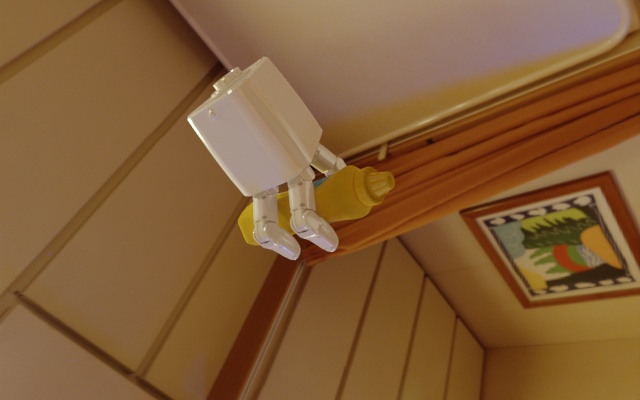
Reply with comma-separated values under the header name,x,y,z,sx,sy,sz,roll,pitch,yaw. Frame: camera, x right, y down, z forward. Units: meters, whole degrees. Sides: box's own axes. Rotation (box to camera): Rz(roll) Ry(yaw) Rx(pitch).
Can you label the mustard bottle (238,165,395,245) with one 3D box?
name,x,y,z,sx,sy,sz,roll,pitch,yaw
mustard bottle,0.000,0.002,0.547,0.192,0.058,0.096,-19,3,38
